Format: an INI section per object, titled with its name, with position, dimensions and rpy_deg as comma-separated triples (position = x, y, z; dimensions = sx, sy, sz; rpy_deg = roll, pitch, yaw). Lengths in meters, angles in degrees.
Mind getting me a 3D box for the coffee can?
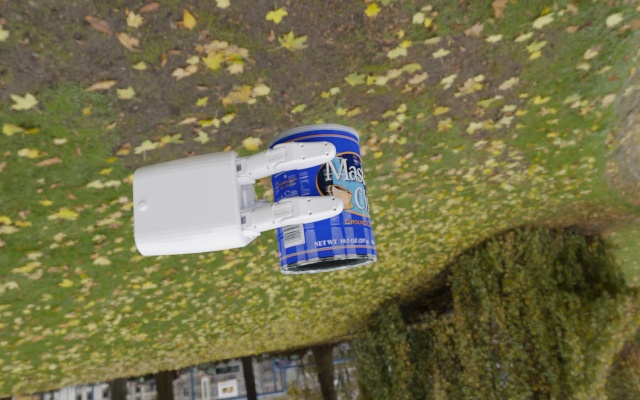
[coffee can]
position = 0.000, 0.002, 0.515
dimensions = 0.103, 0.140, 0.103
rpy_deg = -7, -14, -2
